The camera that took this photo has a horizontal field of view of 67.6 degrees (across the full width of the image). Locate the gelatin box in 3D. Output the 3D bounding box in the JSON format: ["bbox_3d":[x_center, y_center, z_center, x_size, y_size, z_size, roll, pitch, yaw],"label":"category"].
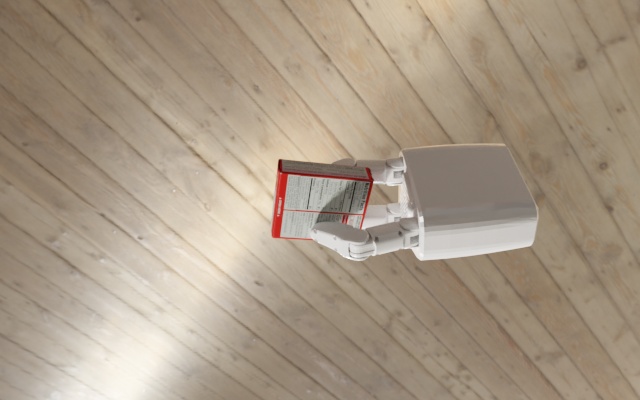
[{"bbox_3d":[0.000,0.002,0.455,0.089,0.073,0.030,4,32,-10],"label":"gelatin box"}]
